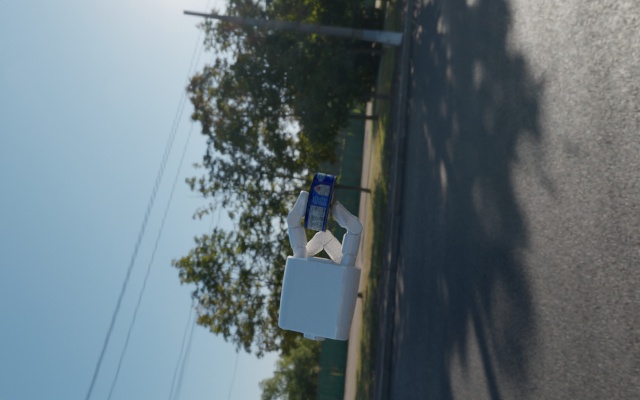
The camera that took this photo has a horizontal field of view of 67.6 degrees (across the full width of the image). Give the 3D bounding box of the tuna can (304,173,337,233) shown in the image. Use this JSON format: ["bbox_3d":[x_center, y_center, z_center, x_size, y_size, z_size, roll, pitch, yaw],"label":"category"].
[{"bbox_3d":[0.000,0.002,0.706,0.034,0.086,0.086,12,0,3],"label":"tuna can"}]
